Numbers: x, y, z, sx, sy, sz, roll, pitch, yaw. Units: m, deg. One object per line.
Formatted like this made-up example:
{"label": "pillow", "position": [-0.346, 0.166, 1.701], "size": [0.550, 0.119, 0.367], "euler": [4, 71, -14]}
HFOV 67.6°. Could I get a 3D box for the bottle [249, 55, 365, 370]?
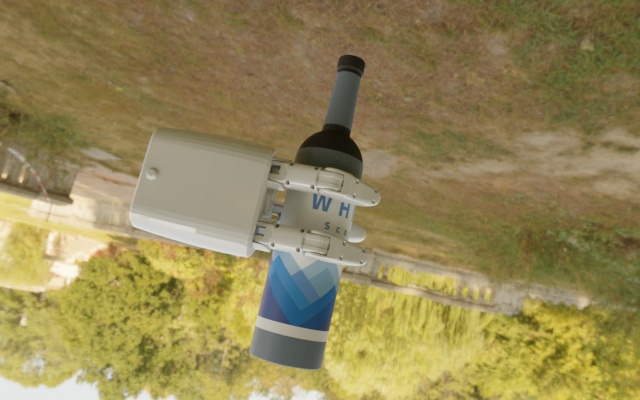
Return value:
{"label": "bottle", "position": [0.000, 0.002, 0.453], "size": [0.069, 0.295, 0.069], "euler": [12, -10, 2]}
